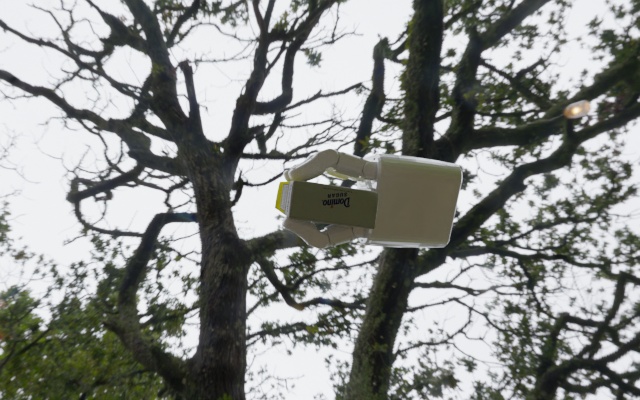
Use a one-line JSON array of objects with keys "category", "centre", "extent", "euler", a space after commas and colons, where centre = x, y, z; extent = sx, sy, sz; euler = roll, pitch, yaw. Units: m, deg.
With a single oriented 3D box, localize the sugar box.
[{"category": "sugar box", "centre": [0.000, 0.001, 0.567], "extent": [0.093, 0.048, 0.176], "euler": [8, -2, -10]}]
